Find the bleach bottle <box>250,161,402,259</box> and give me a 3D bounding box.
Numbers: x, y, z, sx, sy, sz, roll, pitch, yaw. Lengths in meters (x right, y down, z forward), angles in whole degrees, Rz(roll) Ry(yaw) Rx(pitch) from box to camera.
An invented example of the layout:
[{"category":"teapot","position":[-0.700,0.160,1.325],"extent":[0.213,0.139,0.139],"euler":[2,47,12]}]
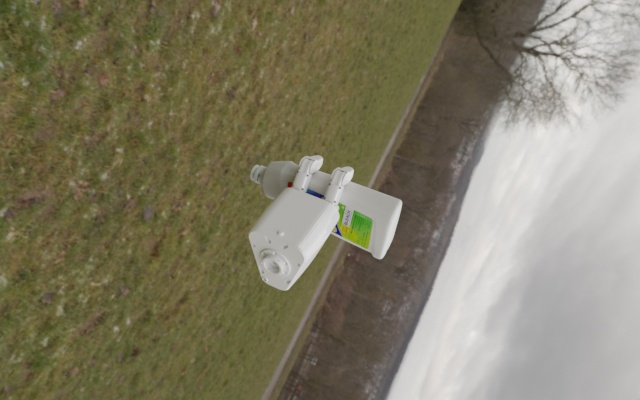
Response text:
[{"category":"bleach bottle","position":[0.000,0.002,0.777],"extent":[0.251,0.103,0.068],"euler":[21,42,16]}]
